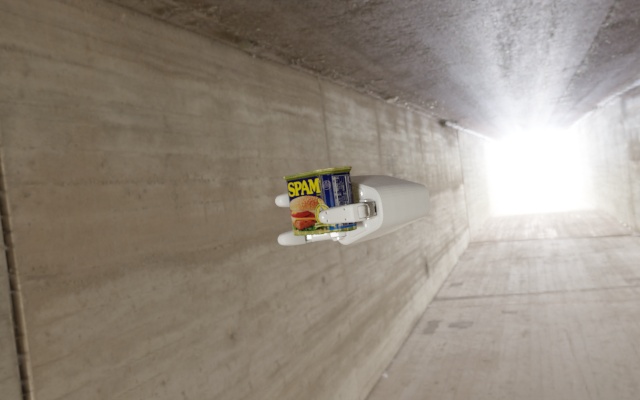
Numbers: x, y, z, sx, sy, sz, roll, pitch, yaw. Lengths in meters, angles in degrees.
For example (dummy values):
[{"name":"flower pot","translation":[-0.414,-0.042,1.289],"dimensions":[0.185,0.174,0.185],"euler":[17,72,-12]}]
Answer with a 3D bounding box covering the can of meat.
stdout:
[{"name":"can of meat","translation":[0.000,0.002,0.646],"dimensions":[0.057,0.084,0.102],"euler":[-8,1,-40]}]
